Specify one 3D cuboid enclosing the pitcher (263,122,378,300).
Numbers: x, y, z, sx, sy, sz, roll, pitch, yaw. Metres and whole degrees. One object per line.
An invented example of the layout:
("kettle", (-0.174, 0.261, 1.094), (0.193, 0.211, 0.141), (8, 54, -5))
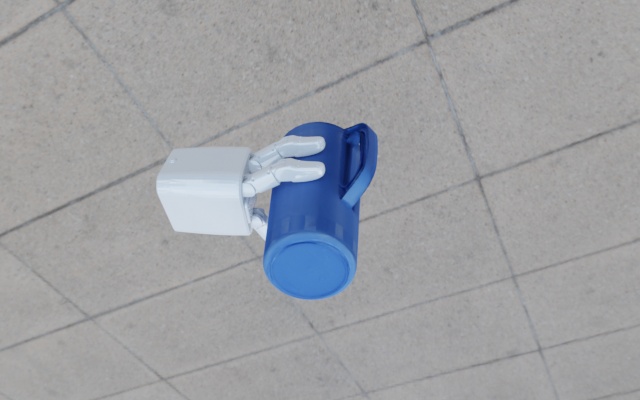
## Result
("pitcher", (0.000, 0.002, 0.628), (0.145, 0.149, 0.242), (3, 37, 1))
